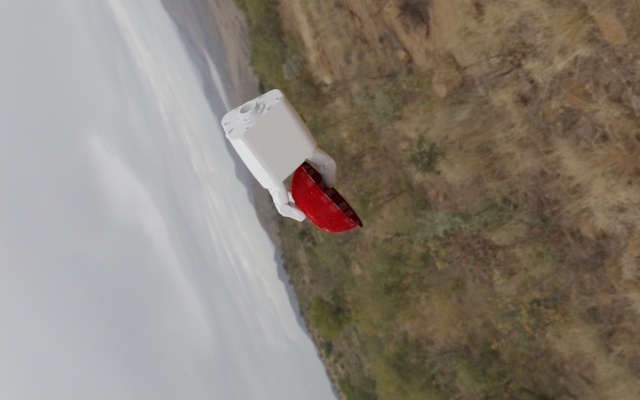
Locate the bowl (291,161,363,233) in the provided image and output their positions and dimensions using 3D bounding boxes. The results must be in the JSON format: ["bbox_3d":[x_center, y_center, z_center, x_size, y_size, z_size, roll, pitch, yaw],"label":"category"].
[{"bbox_3d":[0.001,0.004,0.827,0.055,0.162,0.162,-44,-8,8],"label":"bowl"}]
